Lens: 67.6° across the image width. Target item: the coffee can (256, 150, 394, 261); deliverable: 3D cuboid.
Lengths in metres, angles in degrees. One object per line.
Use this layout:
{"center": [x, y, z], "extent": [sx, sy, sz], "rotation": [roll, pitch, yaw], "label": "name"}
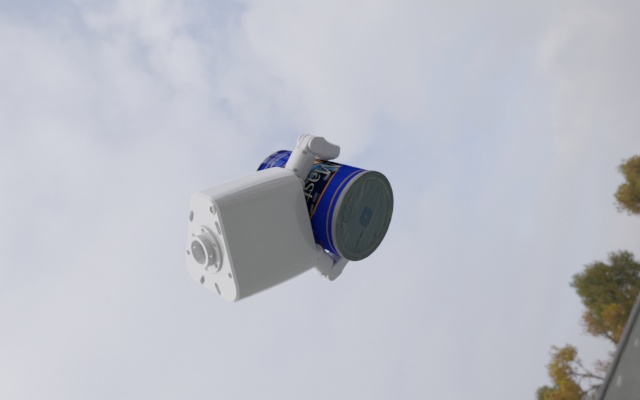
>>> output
{"center": [0.000, 0.002, 0.566], "extent": [0.140, 0.103, 0.103], "rotation": [18, 12, 40], "label": "coffee can"}
